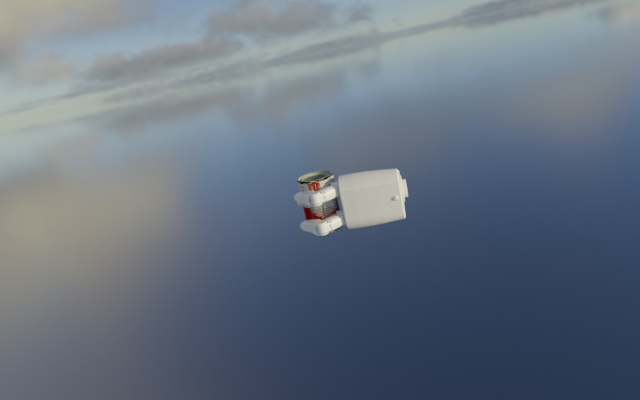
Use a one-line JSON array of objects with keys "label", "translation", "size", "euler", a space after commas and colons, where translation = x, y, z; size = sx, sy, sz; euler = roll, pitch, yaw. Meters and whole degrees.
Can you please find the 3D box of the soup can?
[{"label": "soup can", "translation": [0.000, 0.003, 0.880], "size": [0.068, 0.102, 0.068], "euler": [-11, 17, 4]}]
